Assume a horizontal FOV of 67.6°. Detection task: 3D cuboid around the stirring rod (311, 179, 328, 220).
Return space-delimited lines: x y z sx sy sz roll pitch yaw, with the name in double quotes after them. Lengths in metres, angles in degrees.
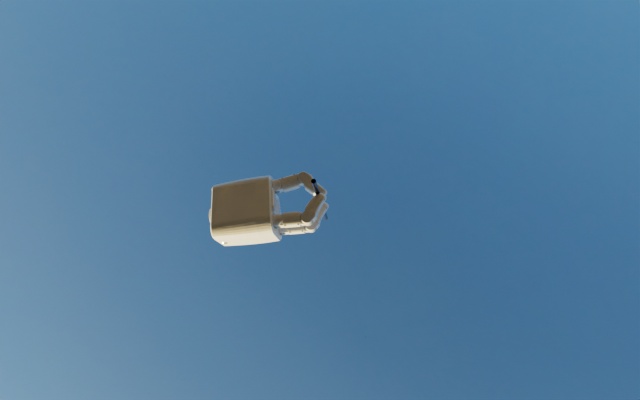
0.000 0.003 0.856 0.011 0.011 0.239 0 -16 5 "stirring rod"
